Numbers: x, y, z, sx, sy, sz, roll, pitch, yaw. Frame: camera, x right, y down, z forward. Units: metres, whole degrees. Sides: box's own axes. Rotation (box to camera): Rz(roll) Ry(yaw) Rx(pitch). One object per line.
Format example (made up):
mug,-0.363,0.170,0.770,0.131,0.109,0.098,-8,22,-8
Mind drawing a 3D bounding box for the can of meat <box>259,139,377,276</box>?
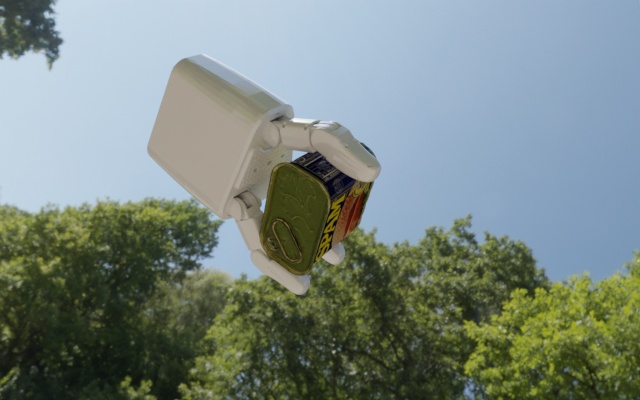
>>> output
can of meat,0.000,0.001,0.413,0.057,0.102,0.084,33,41,21
